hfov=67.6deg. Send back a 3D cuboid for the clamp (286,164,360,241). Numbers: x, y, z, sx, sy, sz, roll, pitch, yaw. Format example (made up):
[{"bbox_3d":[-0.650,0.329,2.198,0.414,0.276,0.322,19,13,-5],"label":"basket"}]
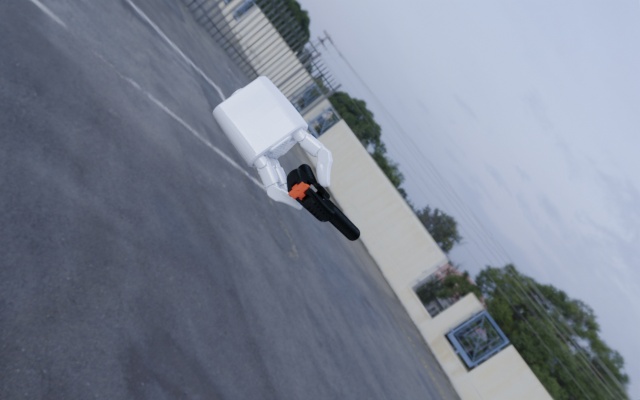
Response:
[{"bbox_3d":[0.001,0.002,0.751,0.036,0.164,0.210,-40,-6,7],"label":"clamp"}]
